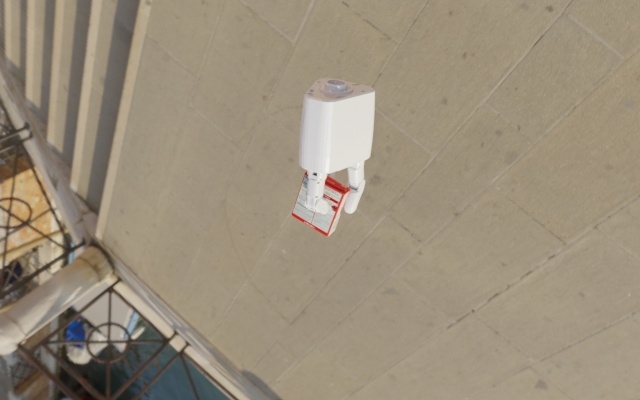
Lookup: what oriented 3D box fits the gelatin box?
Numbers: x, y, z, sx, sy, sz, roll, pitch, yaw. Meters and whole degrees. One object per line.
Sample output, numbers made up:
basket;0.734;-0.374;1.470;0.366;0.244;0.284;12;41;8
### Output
gelatin box;0.000;0.003;0.768;0.073;0.089;0.030;29;32;16
